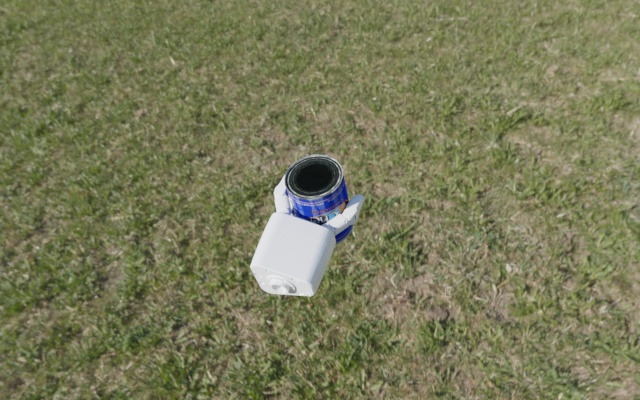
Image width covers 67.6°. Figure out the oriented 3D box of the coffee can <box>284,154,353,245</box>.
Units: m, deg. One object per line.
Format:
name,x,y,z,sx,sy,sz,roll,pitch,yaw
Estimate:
coffee can,0.000,0.003,0.855,0.103,0.102,0.140,0,-39,13
